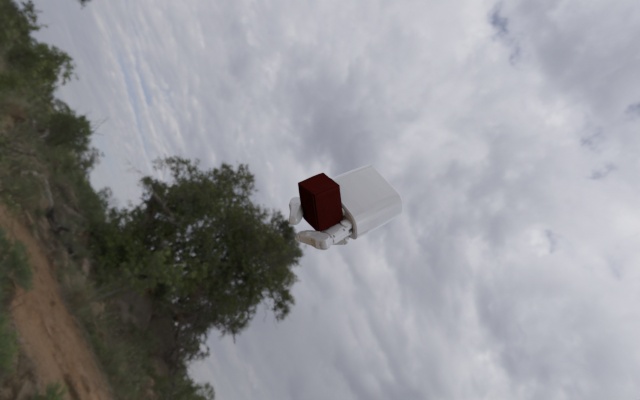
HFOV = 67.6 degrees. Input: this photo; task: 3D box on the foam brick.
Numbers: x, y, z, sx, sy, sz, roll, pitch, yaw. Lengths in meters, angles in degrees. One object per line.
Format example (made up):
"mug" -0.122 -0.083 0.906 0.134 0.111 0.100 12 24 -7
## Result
"foam brick" 0.000 0.002 0.795 0.051 0.078 0.053 -24 40 -22
